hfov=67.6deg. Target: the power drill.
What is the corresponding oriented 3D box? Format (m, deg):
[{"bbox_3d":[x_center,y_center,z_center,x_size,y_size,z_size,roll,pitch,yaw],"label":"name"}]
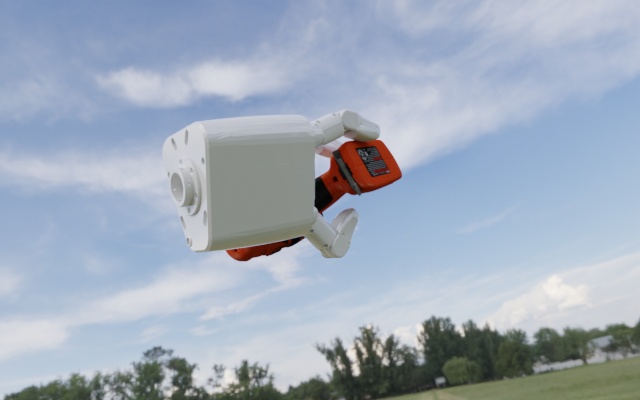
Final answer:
[{"bbox_3d":[0.000,0.002,0.557,0.188,0.057,0.184,-36,-8,29],"label":"power drill"}]
